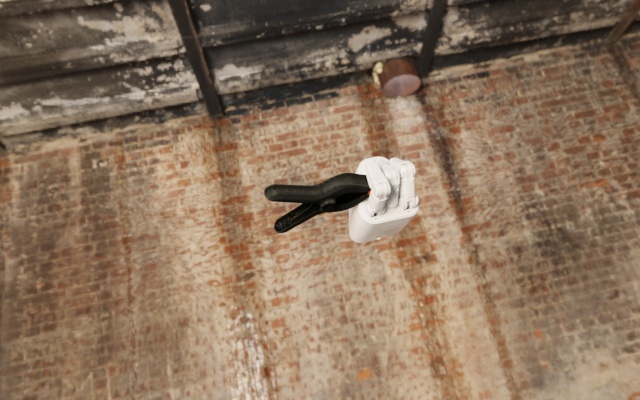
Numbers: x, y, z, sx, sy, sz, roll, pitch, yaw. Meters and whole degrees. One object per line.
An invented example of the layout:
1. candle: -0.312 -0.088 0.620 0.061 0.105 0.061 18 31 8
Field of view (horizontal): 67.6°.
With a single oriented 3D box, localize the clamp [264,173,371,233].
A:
1. clamp: 0.000 0.002 0.713 0.171 0.039 0.120 -9 -24 -12
